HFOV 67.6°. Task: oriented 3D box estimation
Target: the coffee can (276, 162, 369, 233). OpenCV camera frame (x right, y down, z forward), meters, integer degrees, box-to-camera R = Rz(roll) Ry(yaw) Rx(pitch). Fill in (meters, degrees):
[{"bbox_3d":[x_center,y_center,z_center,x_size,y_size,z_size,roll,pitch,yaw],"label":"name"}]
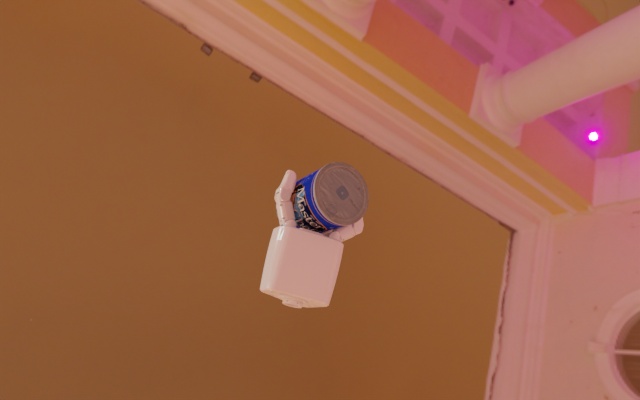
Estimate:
[{"bbox_3d":[0.000,0.002,0.810,0.103,0.102,0.140,0,-12,-31],"label":"coffee can"}]
